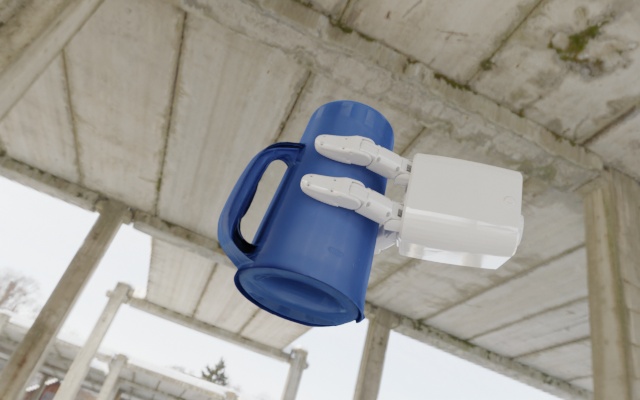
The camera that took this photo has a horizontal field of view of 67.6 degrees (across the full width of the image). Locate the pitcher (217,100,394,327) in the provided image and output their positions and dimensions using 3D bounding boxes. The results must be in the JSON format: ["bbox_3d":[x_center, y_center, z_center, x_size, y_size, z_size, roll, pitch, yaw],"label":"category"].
[{"bbox_3d":[0.000,0.002,0.524,0.145,0.242,0.149,9,-33,14],"label":"pitcher"}]
